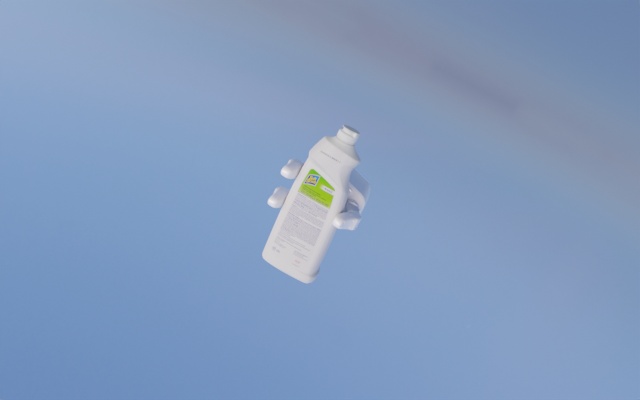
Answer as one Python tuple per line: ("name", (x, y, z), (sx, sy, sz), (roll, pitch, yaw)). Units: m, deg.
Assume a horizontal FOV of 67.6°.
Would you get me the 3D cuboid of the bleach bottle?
("bleach bottle", (0.000, 0.002, 0.754), (0.102, 0.251, 0.068), (28, 20, 4))
